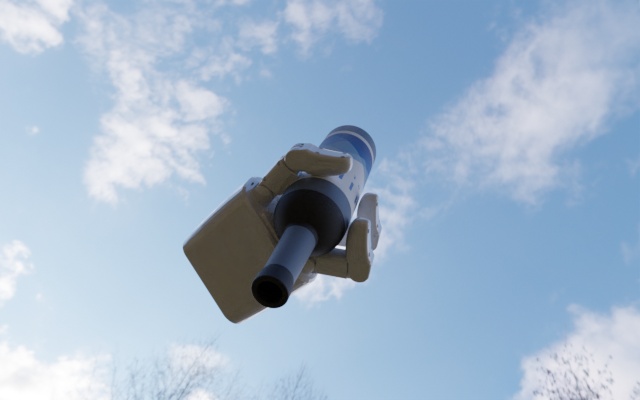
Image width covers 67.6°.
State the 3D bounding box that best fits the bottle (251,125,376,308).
[{"bbox_3d":[0.000,0.001,0.456,0.069,0.069,0.295,0,25,15],"label":"bottle"}]
